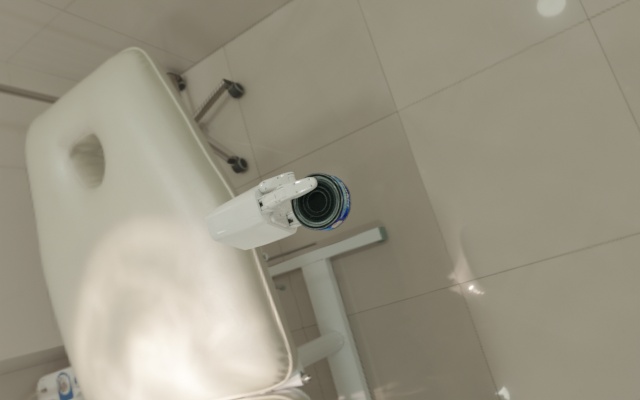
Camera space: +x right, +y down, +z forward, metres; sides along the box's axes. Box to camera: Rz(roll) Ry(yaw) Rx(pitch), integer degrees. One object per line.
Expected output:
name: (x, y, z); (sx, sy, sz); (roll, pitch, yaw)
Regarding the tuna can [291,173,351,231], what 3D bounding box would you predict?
tuna can: (0.000, 0.002, 0.709); (0.086, 0.086, 0.034); (0, -4, 24)
